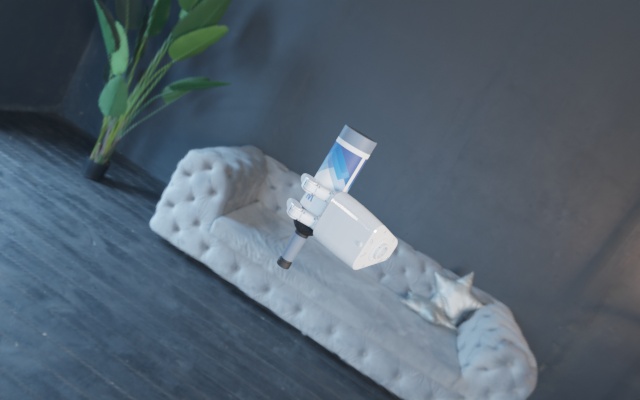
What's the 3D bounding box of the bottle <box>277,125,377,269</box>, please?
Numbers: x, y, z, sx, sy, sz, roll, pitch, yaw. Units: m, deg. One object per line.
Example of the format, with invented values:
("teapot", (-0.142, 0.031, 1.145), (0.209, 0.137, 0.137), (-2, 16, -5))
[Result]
("bottle", (0.000, 0.003, 0.893), (0.069, 0.296, 0.069), (29, 13, -7))
